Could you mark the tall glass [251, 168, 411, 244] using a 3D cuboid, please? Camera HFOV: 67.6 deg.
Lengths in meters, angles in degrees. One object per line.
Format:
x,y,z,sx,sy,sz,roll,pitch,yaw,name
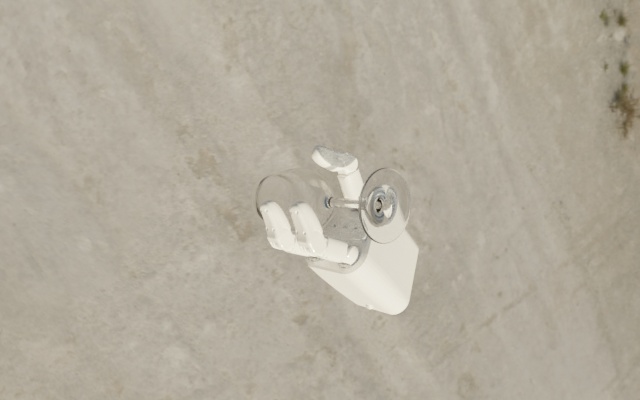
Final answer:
0.000,0.002,0.539,0.079,0.079,0.201,0,2,-40,tall glass
